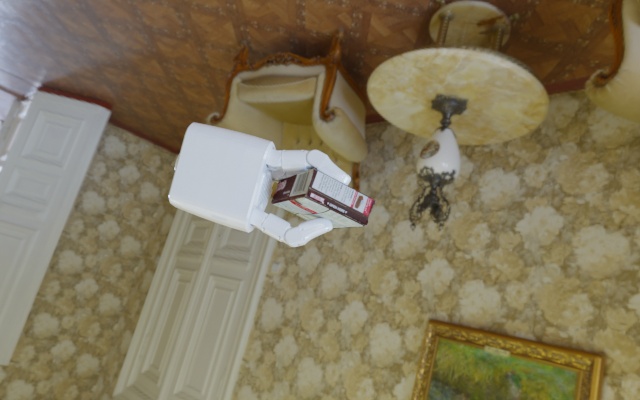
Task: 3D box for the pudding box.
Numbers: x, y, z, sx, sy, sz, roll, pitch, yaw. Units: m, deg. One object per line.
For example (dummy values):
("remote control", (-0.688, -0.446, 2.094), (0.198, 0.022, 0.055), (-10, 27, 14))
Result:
("pudding box", (0.000, 0.002, 0.595), (0.090, 0.039, 0.113), (26, -14, -22))
